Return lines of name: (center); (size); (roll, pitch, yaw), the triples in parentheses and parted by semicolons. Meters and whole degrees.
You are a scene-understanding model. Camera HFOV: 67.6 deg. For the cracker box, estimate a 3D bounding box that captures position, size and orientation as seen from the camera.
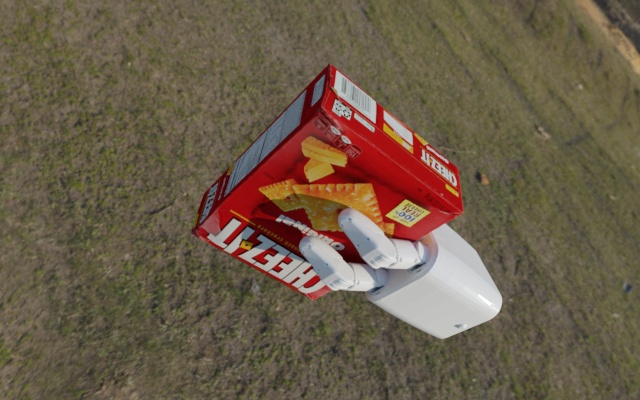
cracker box: (0.000, 0.001, 0.464); (0.164, 0.072, 0.214); (34, -50, -23)
